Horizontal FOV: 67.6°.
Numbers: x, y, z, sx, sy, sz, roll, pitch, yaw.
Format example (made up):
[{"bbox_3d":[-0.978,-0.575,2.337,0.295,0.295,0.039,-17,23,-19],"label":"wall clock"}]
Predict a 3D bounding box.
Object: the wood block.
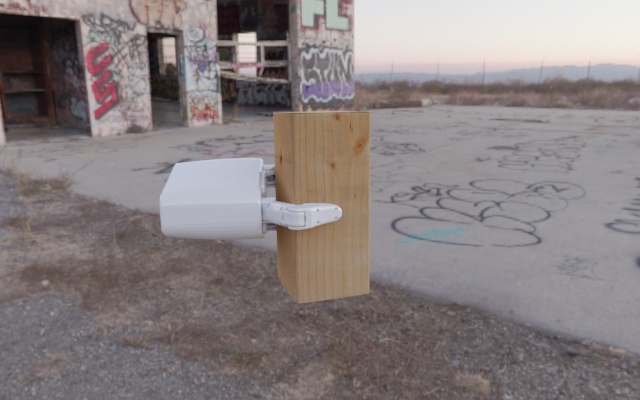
[{"bbox_3d":[0.000,0.002,0.553,0.090,0.206,0.091,-4,12,-18],"label":"wood block"}]
